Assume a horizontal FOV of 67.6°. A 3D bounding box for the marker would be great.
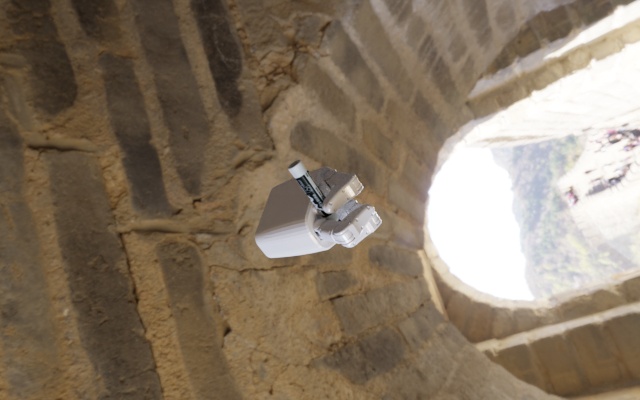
[{"bbox_3d":[0.000,0.002,0.599,0.020,0.121,0.020,-30,22,13],"label":"marker"}]
